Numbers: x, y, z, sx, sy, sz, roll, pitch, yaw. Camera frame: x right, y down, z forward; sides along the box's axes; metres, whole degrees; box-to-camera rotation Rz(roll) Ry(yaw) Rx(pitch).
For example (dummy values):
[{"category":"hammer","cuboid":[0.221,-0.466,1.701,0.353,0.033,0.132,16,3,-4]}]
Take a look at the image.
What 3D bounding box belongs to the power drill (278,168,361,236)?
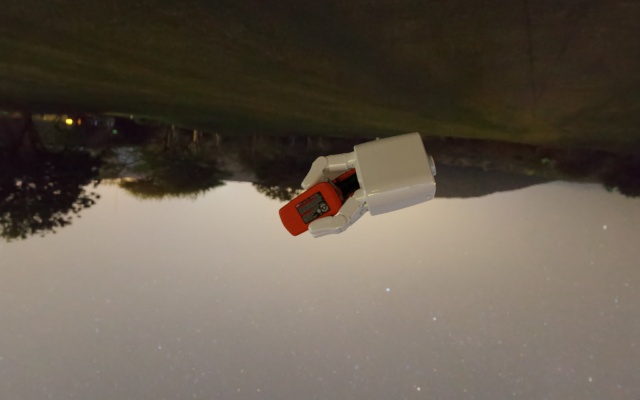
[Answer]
[{"category":"power drill","cuboid":[0.000,0.003,0.829,0.184,0.057,0.187,-33,1,24]}]
